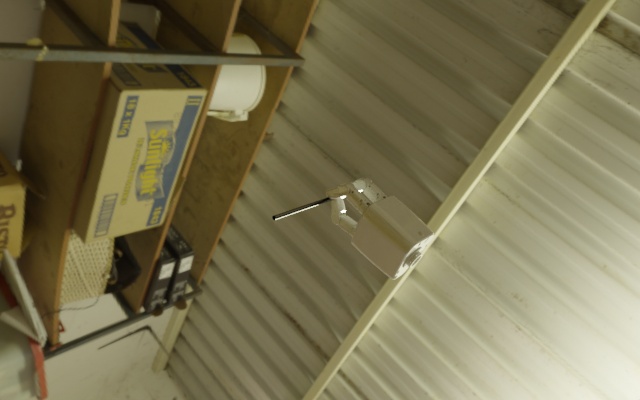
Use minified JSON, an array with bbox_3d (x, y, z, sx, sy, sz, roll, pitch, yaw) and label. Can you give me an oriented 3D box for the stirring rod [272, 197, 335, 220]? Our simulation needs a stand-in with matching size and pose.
[{"bbox_3d":[0.000,0.003,0.869,0.011,0.011,0.239,0,12,40],"label":"stirring rod"}]
